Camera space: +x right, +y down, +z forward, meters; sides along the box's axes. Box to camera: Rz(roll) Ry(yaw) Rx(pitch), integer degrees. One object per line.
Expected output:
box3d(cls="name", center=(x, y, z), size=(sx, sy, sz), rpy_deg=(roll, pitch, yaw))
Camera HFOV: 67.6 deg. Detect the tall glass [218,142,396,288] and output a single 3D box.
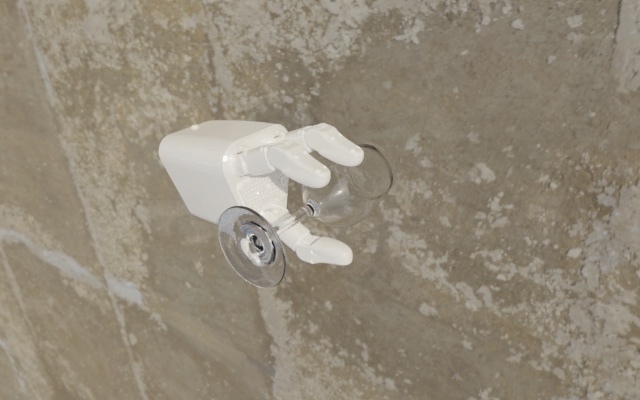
box3d(cls="tall glass", center=(0.000, 0.002, 0.459), size=(0.079, 0.079, 0.201), rpy_deg=(0, 22, 39))
